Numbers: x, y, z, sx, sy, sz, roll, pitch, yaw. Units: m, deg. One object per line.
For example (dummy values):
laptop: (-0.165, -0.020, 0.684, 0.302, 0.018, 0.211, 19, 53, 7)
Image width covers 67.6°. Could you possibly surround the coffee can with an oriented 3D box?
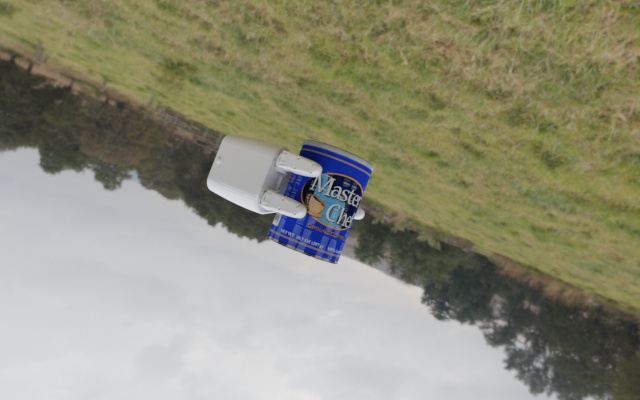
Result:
coffee can: (0.000, 0.002, 0.645, 0.103, 0.140, 0.103, 21, -2, 1)
